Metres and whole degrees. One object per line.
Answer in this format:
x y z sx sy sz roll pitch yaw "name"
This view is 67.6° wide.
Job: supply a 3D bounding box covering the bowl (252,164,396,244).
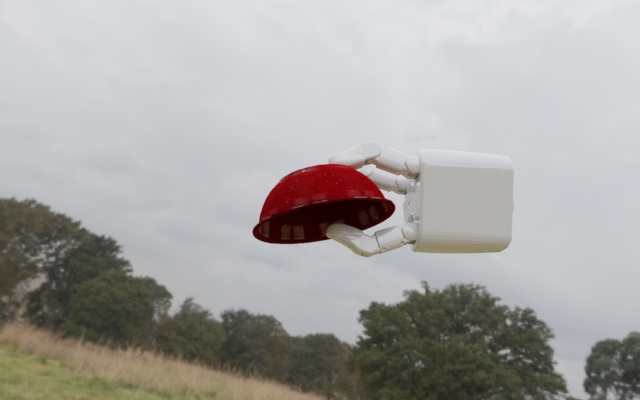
-0.001 0.001 0.539 0.162 0.055 0.162 -10 -18 -3 "bowl"
